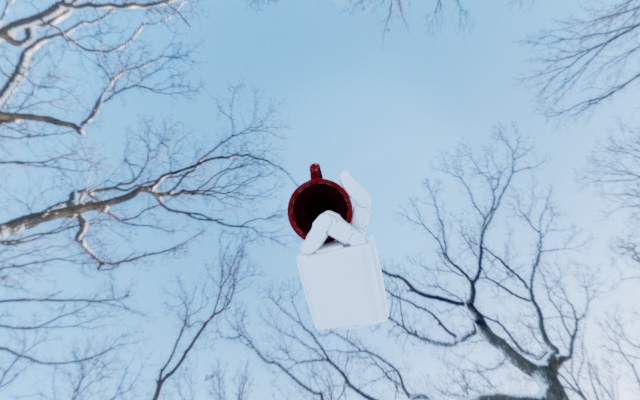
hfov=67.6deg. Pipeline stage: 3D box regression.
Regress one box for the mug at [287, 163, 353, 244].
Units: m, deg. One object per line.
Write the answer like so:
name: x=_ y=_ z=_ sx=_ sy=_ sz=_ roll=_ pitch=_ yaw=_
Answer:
mug: x=0.000 y=0.001 z=0.715 sx=0.093 sy=0.117 sz=0.081 roll=-12 pitch=1 yaw=5
